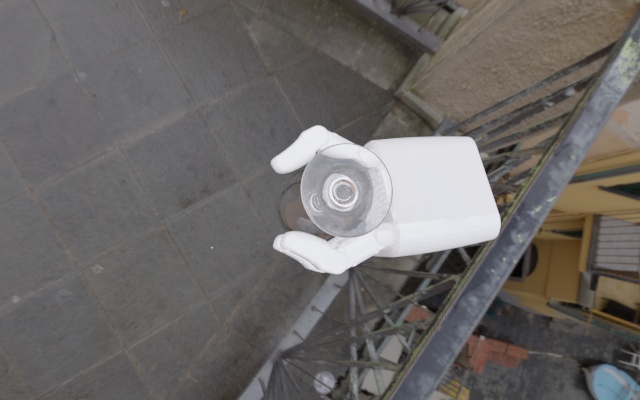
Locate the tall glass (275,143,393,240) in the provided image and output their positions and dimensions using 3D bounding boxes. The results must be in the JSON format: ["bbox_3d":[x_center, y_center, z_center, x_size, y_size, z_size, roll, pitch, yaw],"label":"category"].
[{"bbox_3d":[0.000,0.001,0.465,0.079,0.079,0.201,0,-5,-13],"label":"tall glass"}]
